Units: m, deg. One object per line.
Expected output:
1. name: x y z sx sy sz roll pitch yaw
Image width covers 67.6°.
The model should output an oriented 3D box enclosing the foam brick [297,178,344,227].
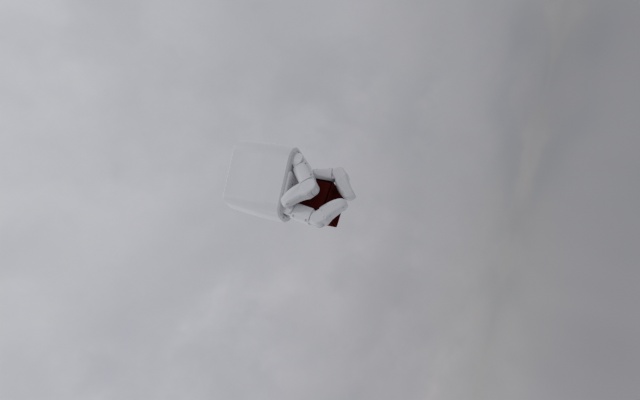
1. foam brick: 0.000 0.003 0.770 0.051 0.053 0.078 11 -19 22
